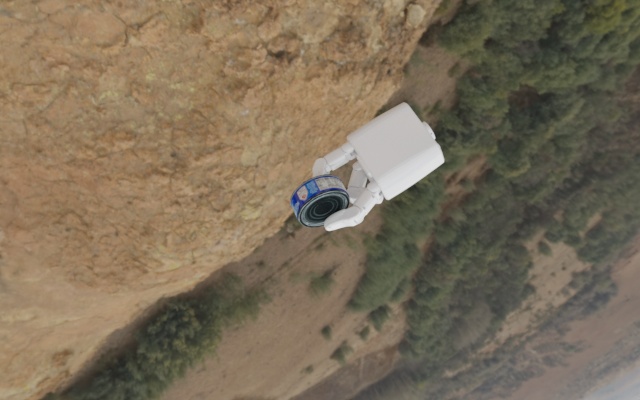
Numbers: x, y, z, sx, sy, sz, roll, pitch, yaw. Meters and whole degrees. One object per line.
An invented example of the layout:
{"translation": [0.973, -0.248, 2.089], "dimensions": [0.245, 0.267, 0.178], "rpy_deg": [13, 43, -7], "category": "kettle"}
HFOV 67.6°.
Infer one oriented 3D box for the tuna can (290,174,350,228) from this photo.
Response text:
{"translation": [0.000, 0.003, 0.715], "dimensions": [0.086, 0.033, 0.086], "rpy_deg": [-18, -35, -13], "category": "tuna can"}
